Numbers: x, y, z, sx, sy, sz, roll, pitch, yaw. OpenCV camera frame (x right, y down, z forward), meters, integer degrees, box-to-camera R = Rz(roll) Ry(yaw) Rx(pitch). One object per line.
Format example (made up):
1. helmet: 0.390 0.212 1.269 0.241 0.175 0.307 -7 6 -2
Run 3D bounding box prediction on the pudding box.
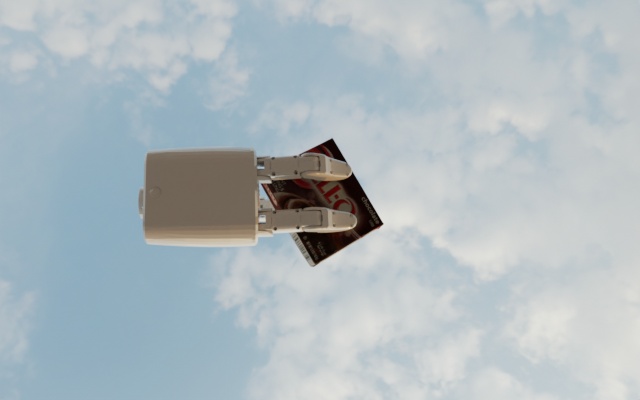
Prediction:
1. pudding box: 0.000 0.002 0.515 0.090 0.113 0.039 -29 -3 -18
